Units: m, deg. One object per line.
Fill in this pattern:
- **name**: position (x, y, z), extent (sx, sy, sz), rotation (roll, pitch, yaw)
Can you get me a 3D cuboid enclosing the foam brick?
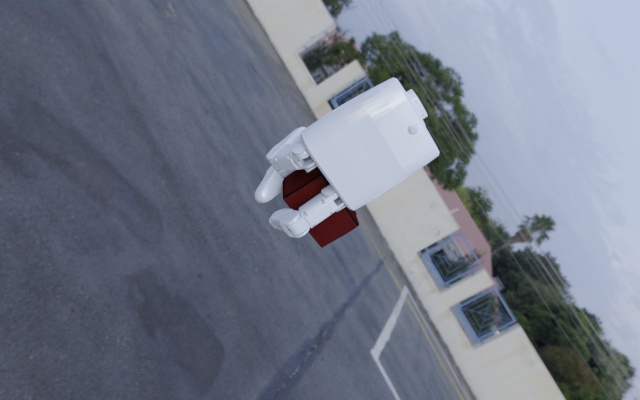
- **foam brick**: position (0.000, 0.002, 0.530), extent (0.051, 0.078, 0.053), rotation (-31, 26, 11)
